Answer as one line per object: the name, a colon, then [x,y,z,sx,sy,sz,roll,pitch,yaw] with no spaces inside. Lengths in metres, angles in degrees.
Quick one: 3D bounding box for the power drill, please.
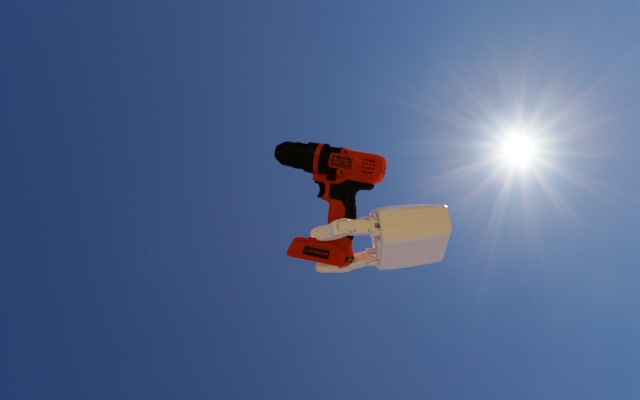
power drill: [0.000,0.003,0.760,0.184,0.187,0.057,11,0,16]
